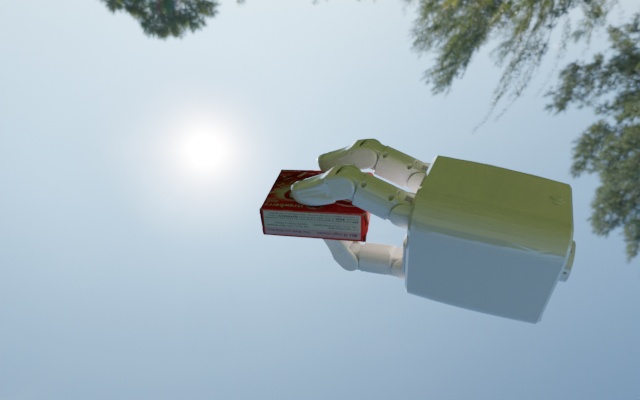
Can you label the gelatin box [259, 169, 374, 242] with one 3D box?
[{"bbox_3d":[0.000,0.002,0.415,0.089,0.030,0.073,3,31,10],"label":"gelatin box"}]
